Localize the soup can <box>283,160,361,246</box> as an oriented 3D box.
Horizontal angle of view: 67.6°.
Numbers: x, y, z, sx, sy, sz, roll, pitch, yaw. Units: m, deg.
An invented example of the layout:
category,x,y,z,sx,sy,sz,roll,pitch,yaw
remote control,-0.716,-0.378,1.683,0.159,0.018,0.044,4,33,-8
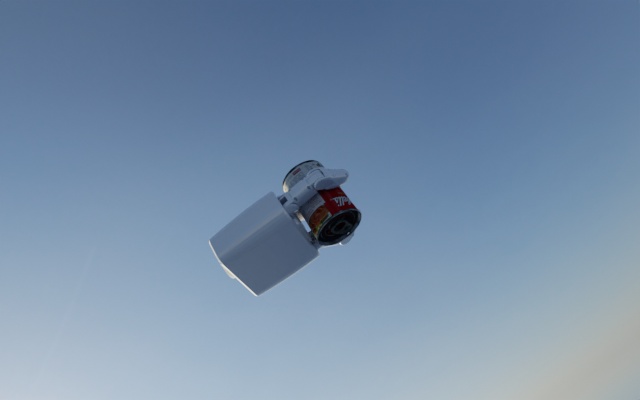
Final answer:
category,x,y,z,sx,sy,sz,roll,pitch,yaw
soup can,0.000,0.002,0.650,0.068,0.068,0.102,0,43,-44
